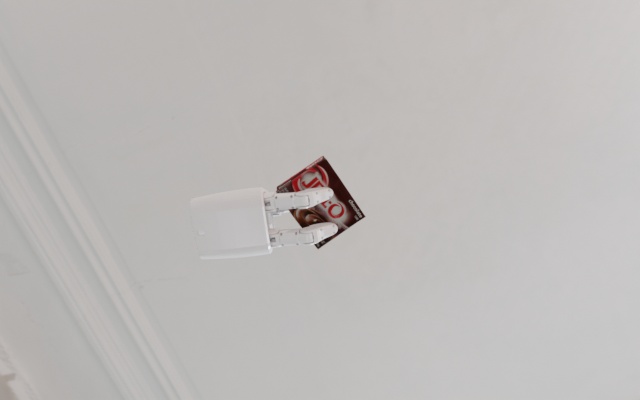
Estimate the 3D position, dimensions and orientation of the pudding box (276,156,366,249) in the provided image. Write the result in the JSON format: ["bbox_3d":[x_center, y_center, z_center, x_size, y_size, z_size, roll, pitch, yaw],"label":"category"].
[{"bbox_3d":[0.000,0.002,0.725,0.090,0.113,0.039,-35,15,4],"label":"pudding box"}]
